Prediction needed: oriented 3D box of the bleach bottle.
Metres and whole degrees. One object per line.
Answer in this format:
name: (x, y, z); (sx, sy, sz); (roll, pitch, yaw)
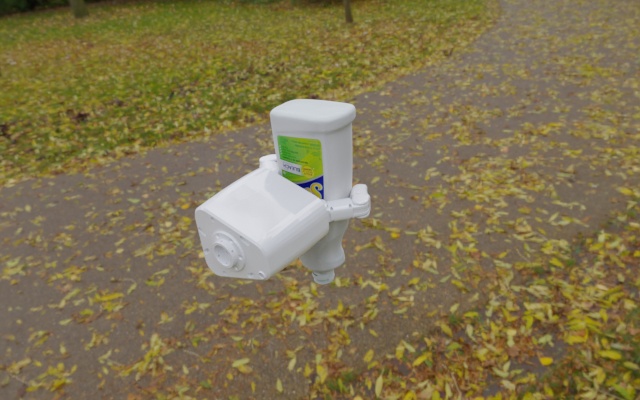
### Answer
bleach bottle: (0.000, 0.002, 0.614); (0.102, 0.251, 0.068); (14, 34, 32)
